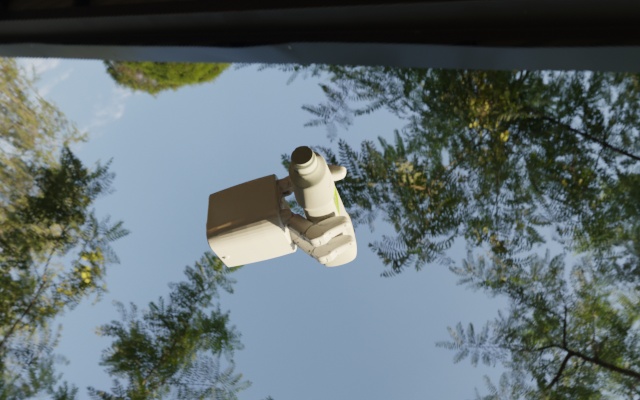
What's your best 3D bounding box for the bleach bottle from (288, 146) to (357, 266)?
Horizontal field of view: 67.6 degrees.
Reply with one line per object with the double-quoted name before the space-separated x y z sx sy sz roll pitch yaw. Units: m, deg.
"bleach bottle" 0.000 0.002 0.687 0.068 0.102 0.251 -16 -33 3
